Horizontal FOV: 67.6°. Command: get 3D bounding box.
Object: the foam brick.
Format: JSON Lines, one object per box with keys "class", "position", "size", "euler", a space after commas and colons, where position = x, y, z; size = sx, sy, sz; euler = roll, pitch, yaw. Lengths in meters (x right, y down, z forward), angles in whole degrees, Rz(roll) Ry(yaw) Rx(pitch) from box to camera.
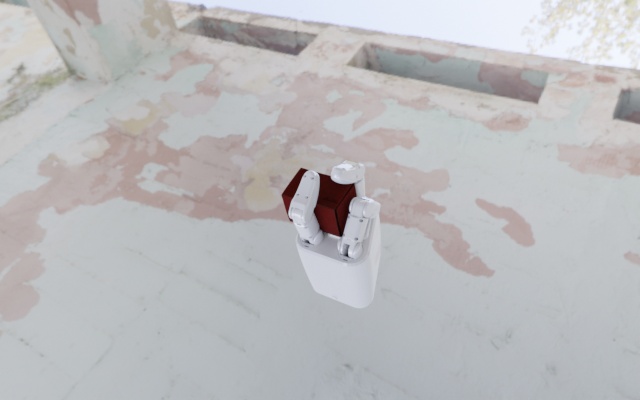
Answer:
{"class": "foam brick", "position": [0.000, 0.002, 0.594], "size": [0.078, 0.053, 0.051], "euler": [17, -37, 26]}
